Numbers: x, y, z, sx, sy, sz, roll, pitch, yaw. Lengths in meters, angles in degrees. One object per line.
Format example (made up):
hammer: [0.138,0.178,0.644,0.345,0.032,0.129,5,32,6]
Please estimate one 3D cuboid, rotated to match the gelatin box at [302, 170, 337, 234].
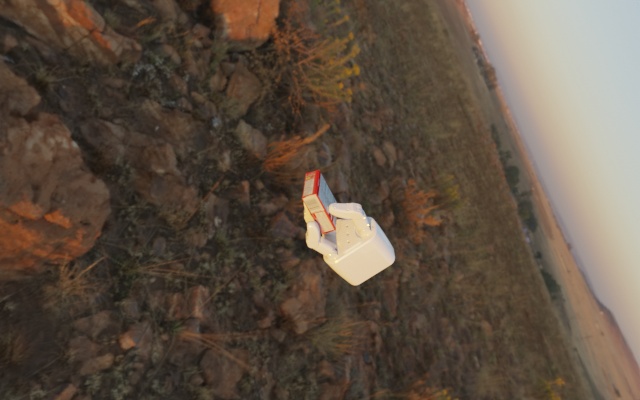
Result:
gelatin box: [0.000,0.002,0.842,0.030,0.089,0.073,-17,35,18]
